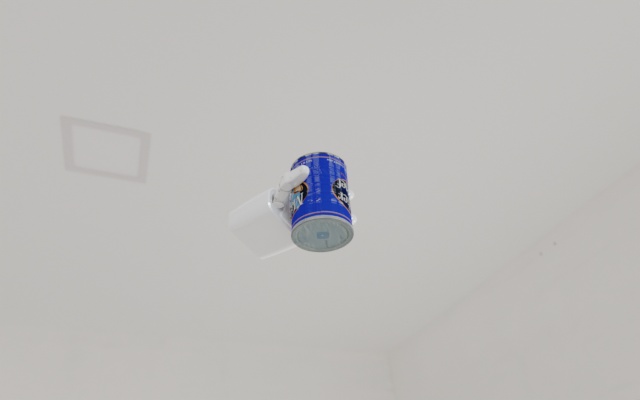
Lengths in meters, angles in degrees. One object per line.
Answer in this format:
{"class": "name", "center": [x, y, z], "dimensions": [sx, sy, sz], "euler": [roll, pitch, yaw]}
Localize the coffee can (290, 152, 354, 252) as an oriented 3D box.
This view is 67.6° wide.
{"class": "coffee can", "center": [0.000, 0.003, 0.816], "dimensions": [0.103, 0.140, 0.103], "euler": [-2, -37, -2]}
